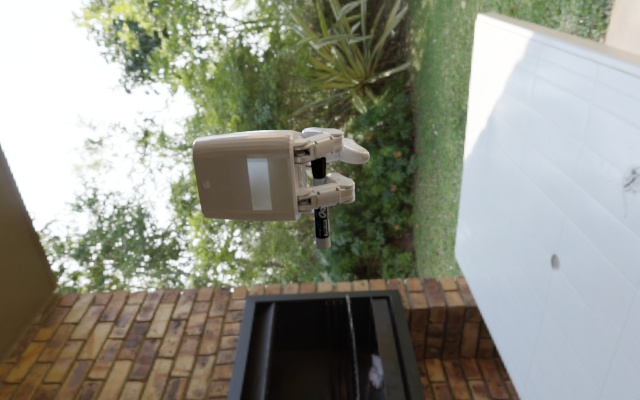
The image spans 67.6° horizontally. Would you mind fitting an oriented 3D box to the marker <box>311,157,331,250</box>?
[{"bbox_3d":[0.000,0.002,0.577,0.020,0.121,0.020,-3,22,1],"label":"marker"}]
